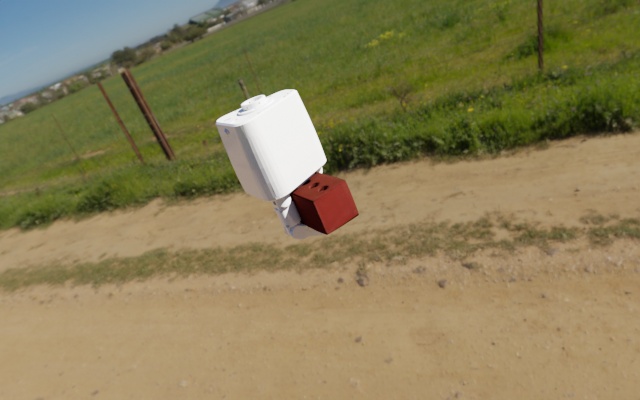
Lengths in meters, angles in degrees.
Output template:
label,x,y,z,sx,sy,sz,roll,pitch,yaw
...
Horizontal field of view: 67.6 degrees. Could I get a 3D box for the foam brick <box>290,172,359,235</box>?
label,x,y,z,sx,sy,sz,roll,pitch,yaw
foam brick,0.000,0.002,0.609,0.053,0.051,0.078,-32,26,-23
